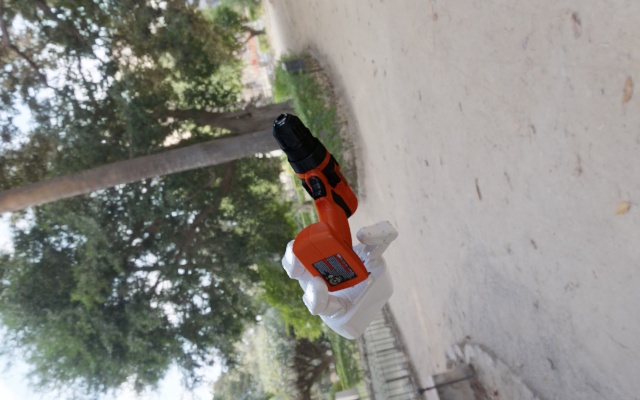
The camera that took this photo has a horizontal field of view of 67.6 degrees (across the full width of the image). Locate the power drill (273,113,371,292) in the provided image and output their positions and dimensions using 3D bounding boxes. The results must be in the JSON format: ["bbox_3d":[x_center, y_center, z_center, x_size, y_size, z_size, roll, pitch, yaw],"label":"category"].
[{"bbox_3d":[0.000,0.002,0.586,0.057,0.187,0.184,-25,-51,18],"label":"power drill"}]
